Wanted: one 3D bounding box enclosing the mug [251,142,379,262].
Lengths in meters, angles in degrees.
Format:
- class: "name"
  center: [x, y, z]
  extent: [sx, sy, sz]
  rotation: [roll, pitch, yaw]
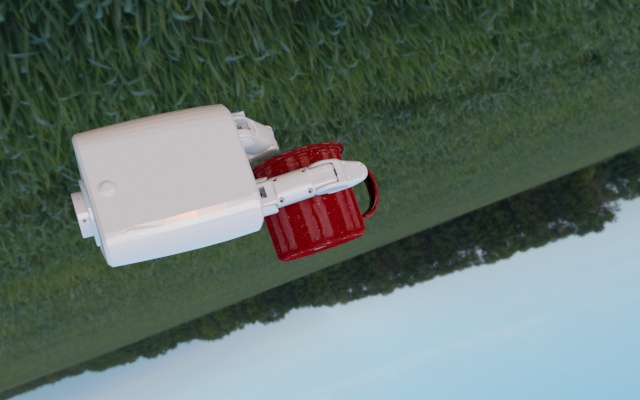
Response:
- class: "mug"
  center: [0.001, 0.001, 0.428]
  extent: [0.117, 0.081, 0.093]
  rotation: [-15, -9, -26]
